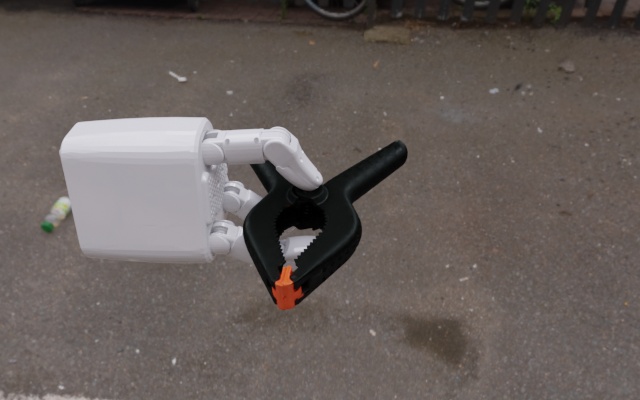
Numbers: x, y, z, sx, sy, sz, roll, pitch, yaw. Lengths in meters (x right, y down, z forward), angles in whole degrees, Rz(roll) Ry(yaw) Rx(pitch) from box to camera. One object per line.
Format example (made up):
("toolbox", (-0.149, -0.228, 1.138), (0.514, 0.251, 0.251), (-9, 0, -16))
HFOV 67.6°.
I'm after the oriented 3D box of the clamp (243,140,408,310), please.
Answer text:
("clamp", (0.000, 0.001, 0.405), (0.164, 0.036, 0.209), (-1, 38, 3))
